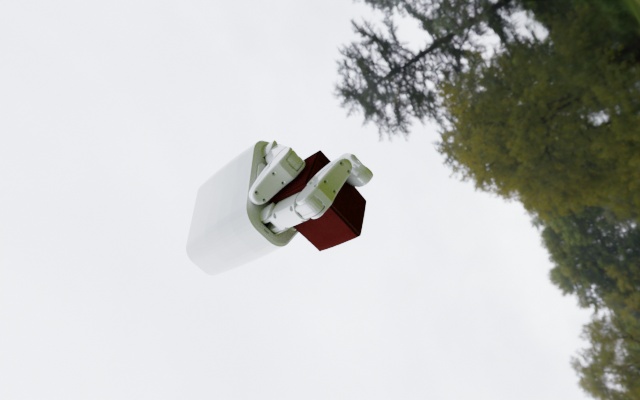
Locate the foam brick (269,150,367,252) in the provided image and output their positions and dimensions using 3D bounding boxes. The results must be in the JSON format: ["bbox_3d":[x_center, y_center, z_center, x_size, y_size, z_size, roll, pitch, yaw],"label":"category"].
[{"bbox_3d":[0.000,0.002,0.465,0.051,0.078,0.053,-28,27,33],"label":"foam brick"}]
